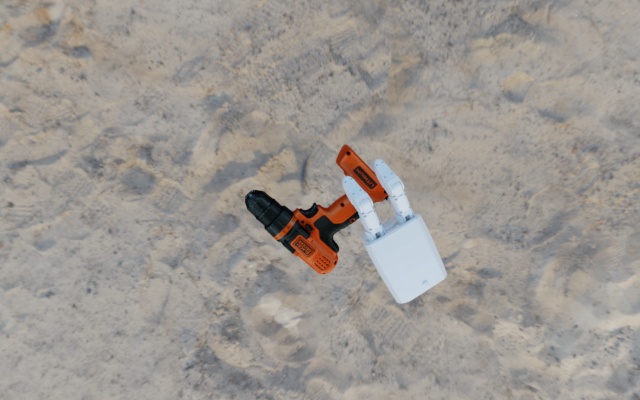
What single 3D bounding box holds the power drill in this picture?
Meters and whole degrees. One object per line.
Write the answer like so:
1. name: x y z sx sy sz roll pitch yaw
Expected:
1. power drill: 0.001 0.002 0.753 0.184 0.188 0.057 42 11 -16
